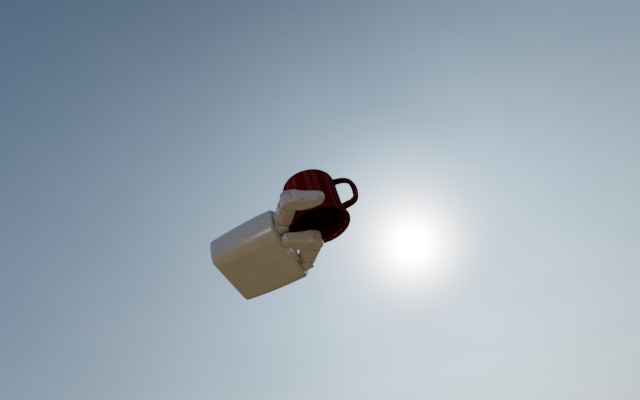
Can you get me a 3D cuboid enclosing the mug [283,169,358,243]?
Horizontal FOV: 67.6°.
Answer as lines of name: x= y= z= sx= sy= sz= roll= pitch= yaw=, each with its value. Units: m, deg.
mug: x=0.001 y=0.002 z=0.714 sx=0.117 sy=0.081 sz=0.093 roll=-26 pitch=-39 yaw=10
